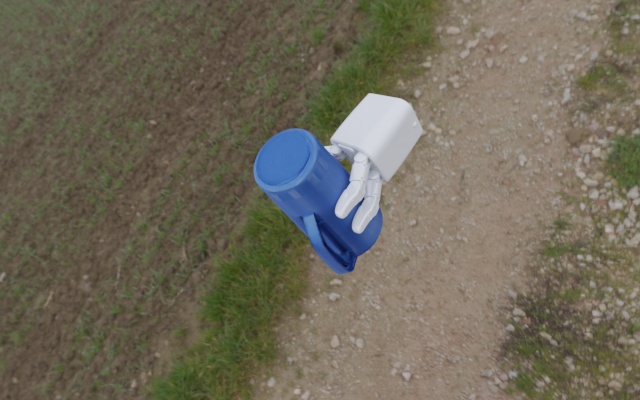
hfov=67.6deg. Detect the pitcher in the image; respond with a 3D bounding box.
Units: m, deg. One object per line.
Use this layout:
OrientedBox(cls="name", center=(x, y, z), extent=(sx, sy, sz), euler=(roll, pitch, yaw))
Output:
OrientedBox(cls="pitcher", center=(0.000, 0.002, 0.766), extent=(0.149, 0.145, 0.243), euler=(34, -7, 39))
